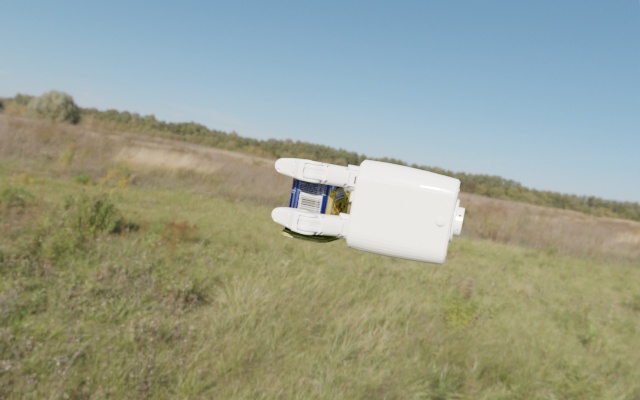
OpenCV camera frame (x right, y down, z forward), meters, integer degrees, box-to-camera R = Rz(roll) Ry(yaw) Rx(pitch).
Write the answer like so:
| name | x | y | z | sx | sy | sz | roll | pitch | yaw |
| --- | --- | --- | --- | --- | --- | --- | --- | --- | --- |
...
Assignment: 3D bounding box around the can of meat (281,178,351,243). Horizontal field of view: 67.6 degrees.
| name | x | y | z | sx | sy | sz | roll | pitch | yaw |
| --- | --- | --- | --- | --- | --- | --- | --- | --- | --- |
| can of meat | 0.000 | 0.002 | 0.578 | 0.057 | 0.084 | 0.102 | 12 | 5 | 20 |
